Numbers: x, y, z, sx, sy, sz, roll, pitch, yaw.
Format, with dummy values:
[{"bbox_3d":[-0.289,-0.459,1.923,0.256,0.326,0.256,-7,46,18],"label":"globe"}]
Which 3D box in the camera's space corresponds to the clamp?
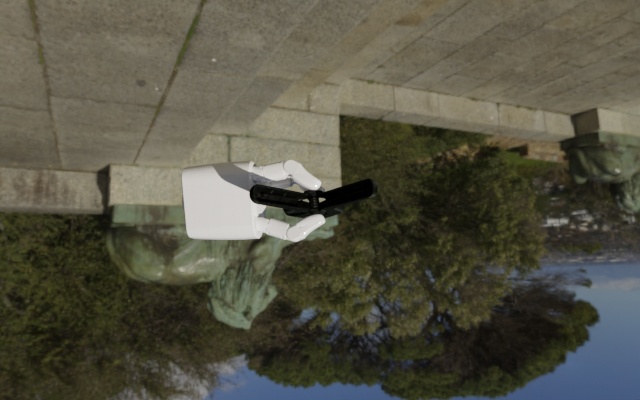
[{"bbox_3d":[0.000,0.003,0.697,0.164,0.036,0.210,-3,-10,6],"label":"clamp"}]
